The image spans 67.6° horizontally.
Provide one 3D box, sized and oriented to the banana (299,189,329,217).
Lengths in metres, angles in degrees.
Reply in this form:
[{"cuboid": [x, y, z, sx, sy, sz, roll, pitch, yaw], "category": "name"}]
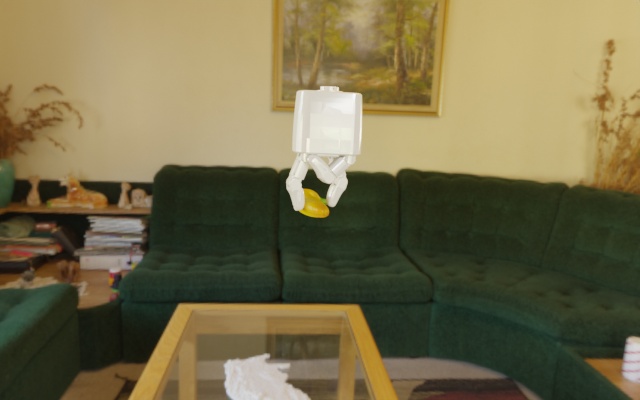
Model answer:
[{"cuboid": [-0.018, 0.001, 0.900, 0.069, 0.037, 0.198, 4, 8, 0], "category": "banana"}]
